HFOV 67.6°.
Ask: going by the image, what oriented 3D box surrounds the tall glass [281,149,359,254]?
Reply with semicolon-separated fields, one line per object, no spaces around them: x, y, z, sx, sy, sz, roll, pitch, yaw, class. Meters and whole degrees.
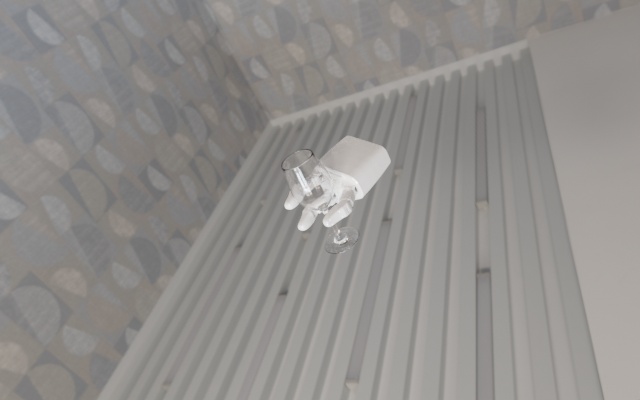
0.000;0.004;0.883;0.079;0.201;0.079;-21;31;14;tall glass
